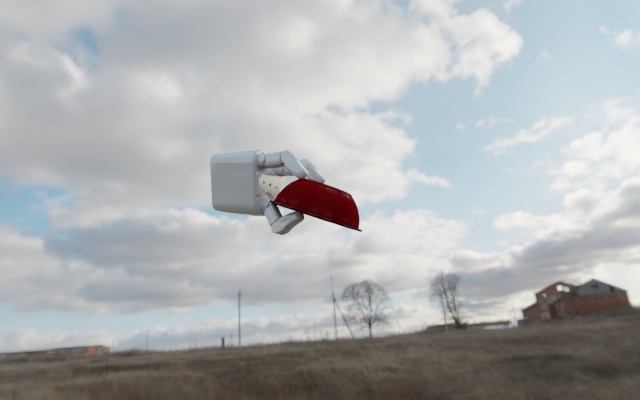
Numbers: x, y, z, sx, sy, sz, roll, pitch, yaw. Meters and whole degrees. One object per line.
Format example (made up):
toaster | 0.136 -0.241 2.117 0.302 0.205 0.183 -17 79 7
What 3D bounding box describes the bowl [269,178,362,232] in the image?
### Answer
bowl | 0.001 0.003 0.790 0.162 0.055 0.162 19 -3 1
